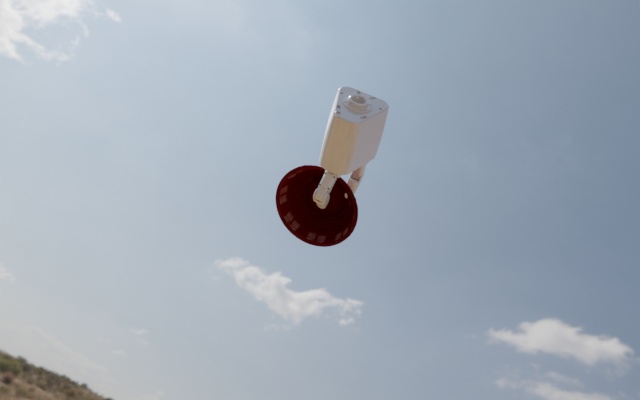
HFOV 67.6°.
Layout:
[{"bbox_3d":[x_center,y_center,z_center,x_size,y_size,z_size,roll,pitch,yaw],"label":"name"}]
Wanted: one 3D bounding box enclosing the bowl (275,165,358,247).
[{"bbox_3d":[0.000,0.004,0.888,0.162,0.162,0.055,0,22,23],"label":"bowl"}]
